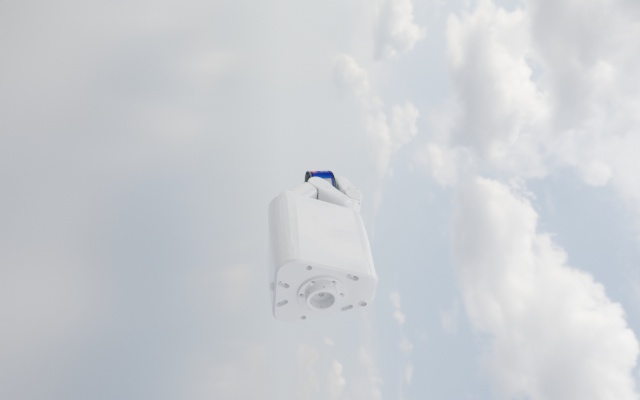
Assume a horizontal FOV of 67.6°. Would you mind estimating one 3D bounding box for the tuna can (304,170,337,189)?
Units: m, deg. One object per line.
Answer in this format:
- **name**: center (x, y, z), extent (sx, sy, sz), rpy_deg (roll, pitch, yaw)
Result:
- **tuna can**: center (0.001, 0.002, 0.642), extent (0.034, 0.086, 0.086), rpy_deg (-3, 0, -9)
